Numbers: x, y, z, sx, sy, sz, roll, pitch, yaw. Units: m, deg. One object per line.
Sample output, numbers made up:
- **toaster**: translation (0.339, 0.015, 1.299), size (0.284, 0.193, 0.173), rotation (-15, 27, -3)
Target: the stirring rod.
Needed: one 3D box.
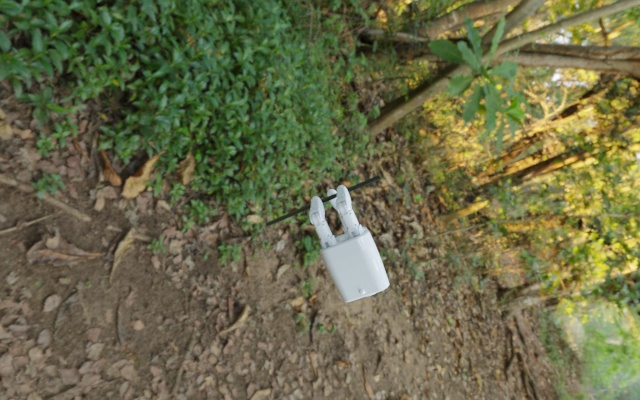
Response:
- **stirring rod**: translation (0.000, 0.003, 0.893), size (0.239, 0.011, 0.011), rotation (-23, -8, 19)
